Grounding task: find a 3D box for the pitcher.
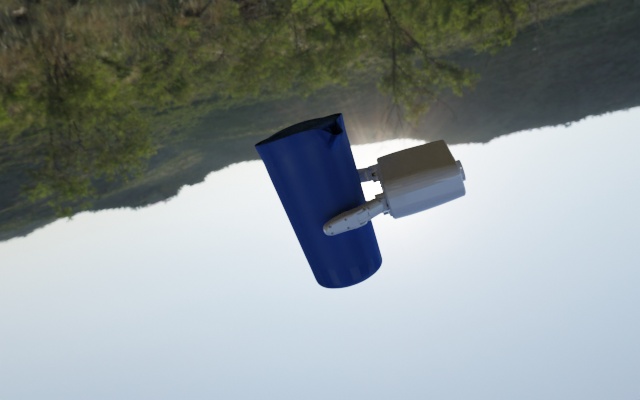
[{"bbox_3d":[0.000,0.002,0.715,0.145,0.243,0.149,-18,13,8],"label":"pitcher"}]
